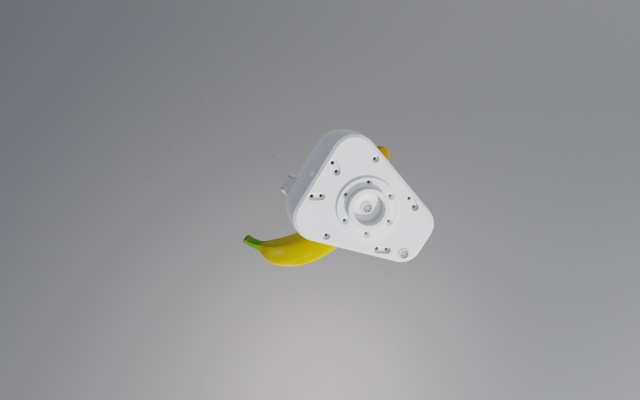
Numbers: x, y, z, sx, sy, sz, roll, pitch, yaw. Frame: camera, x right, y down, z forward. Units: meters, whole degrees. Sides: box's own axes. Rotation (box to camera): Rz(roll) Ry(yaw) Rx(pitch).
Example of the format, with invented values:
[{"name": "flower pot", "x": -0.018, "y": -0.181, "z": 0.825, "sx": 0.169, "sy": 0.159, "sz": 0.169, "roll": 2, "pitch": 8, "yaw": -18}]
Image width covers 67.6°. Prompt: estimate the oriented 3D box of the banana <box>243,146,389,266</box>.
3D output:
[{"name": "banana", "x": 0.008, "y": 0.019, "z": 0.539, "sx": 0.198, "sy": 0.069, "sz": 0.037, "roll": -34, "pitch": 2, "yaw": 5}]
